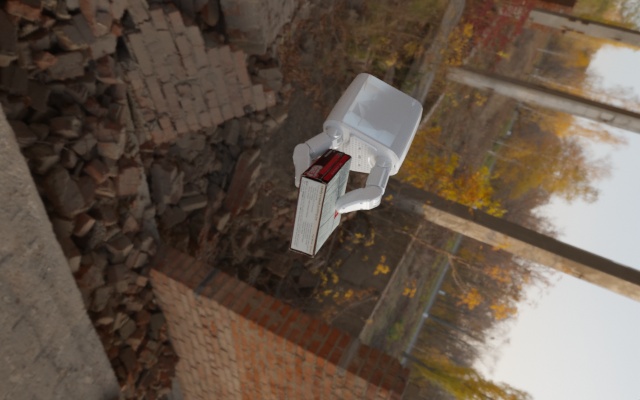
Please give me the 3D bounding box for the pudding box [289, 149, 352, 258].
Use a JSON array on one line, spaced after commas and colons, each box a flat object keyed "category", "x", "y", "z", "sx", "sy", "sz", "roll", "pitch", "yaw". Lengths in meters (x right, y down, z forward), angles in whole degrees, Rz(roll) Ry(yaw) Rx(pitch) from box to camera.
[{"category": "pudding box", "x": 0.000, "y": 0.002, "z": 0.605, "sx": 0.039, "sy": 0.114, "sz": 0.090, "roll": 19, "pitch": 32, "yaw": 16}]
